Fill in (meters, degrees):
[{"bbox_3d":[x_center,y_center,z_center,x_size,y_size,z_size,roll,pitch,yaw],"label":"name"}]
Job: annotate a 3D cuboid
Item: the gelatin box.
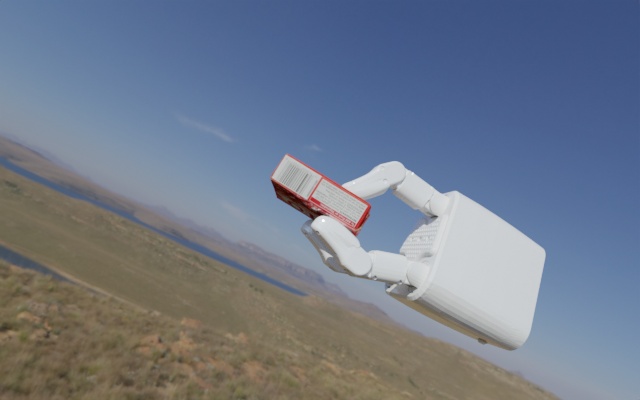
[{"bbox_3d":[0.000,0.001,0.434,0.089,0.030,0.073,32,-11,6],"label":"gelatin box"}]
